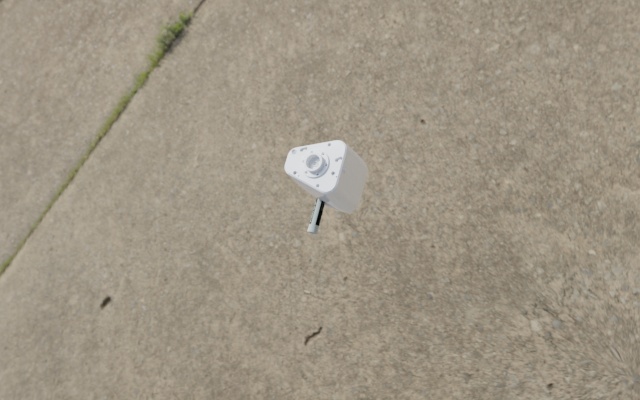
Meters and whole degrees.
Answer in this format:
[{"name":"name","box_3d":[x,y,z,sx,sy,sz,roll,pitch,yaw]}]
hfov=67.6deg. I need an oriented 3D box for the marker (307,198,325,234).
[{"name":"marker","box_3d":[0.000,0.003,0.891,0.020,0.121,0.020,15,-11,3]}]
